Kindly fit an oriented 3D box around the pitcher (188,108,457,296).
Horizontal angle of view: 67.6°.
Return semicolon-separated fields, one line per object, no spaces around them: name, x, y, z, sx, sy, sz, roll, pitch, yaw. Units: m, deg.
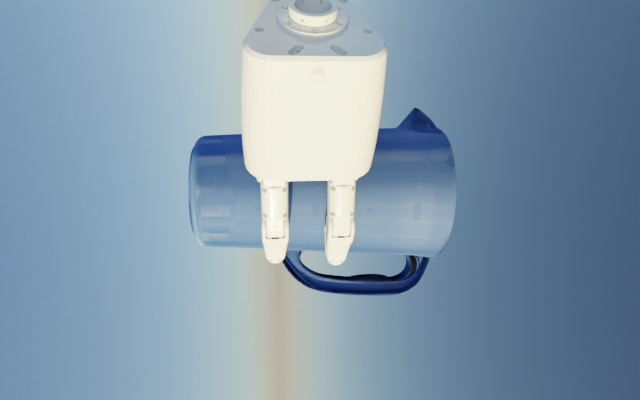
pitcher;0.000;0.001;0.475;0.243;0.149;0.145;0;-38;-6
